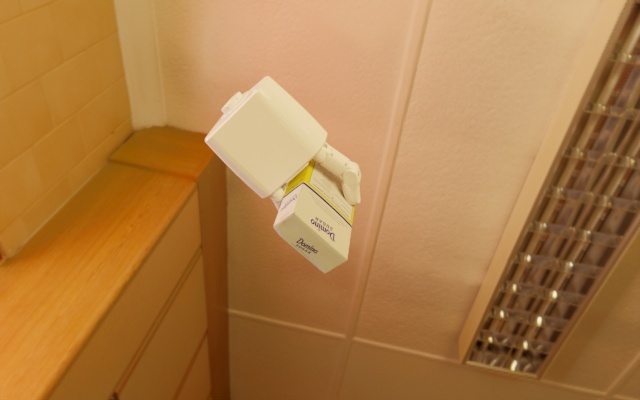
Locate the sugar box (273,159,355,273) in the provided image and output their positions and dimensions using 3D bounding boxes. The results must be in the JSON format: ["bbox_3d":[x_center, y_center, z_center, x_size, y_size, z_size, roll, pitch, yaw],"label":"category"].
[{"bbox_3d":[0.000,0.002,0.628,0.048,0.093,0.176,-35,23,32],"label":"sugar box"}]
